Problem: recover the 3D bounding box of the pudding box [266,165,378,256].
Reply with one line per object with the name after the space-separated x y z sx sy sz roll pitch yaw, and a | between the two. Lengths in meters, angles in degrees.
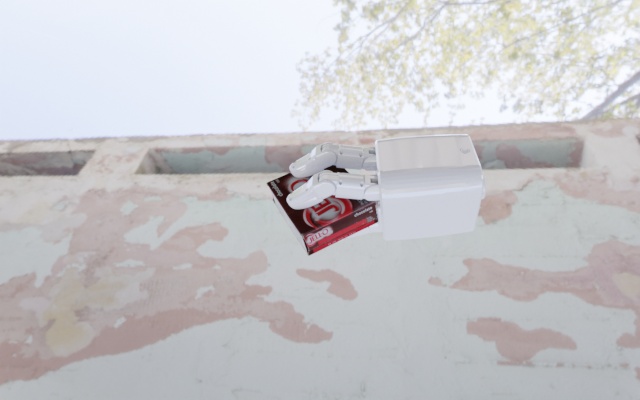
0.000 0.002 0.551 0.090 0.039 0.113 -24 39 -13 | pudding box
